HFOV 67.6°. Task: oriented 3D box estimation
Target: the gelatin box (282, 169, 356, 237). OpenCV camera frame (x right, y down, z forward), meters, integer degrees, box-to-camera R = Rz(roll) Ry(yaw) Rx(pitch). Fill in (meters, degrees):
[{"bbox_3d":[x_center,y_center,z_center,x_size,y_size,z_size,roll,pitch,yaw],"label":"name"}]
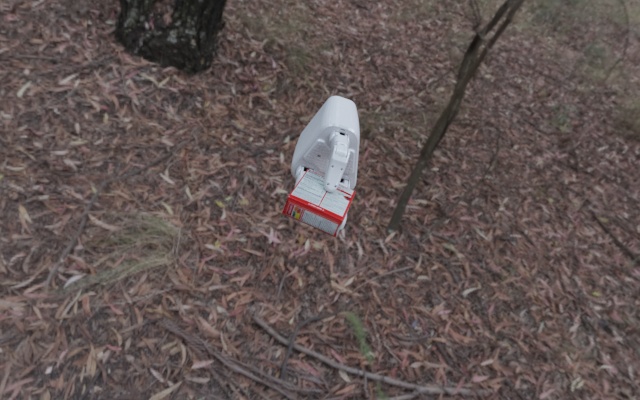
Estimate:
[{"bbox_3d":[0.000,0.002,0.612,0.073,0.030,0.089,24,30,3],"label":"gelatin box"}]
